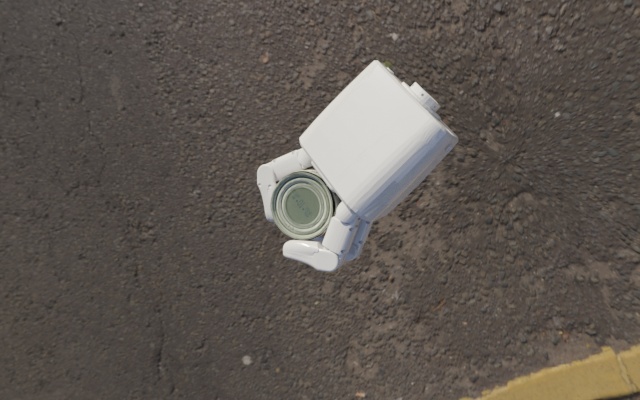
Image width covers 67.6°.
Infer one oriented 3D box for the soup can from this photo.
[{"bbox_3d":[0.000,0.002,0.496,0.068,0.068,0.102,0,4,21],"label":"soup can"}]
